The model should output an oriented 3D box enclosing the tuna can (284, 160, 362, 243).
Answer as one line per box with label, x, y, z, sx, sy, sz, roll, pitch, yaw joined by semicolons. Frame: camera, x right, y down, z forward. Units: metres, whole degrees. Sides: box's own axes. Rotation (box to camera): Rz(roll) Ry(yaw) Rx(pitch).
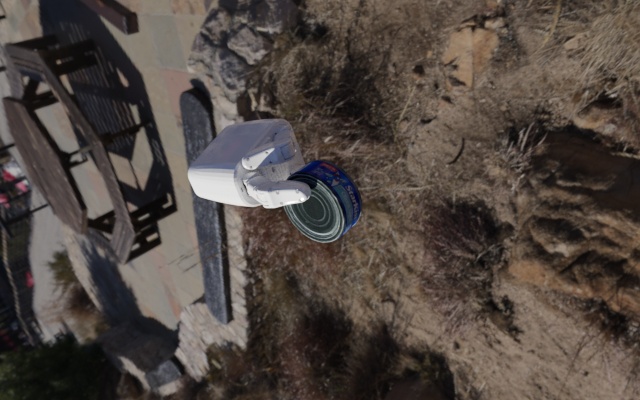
tuna can;0.000;0.002;0.513;0.086;0.086;0.033;0;27;42
